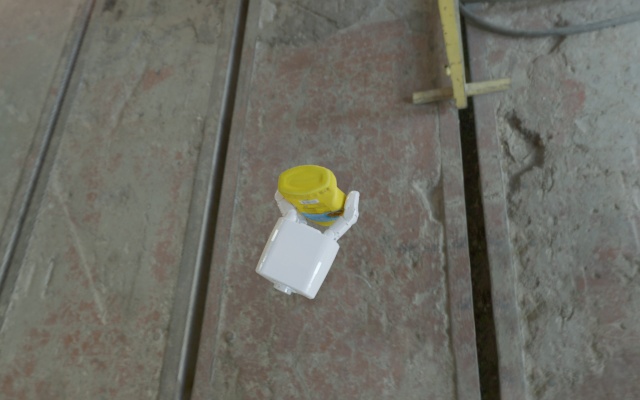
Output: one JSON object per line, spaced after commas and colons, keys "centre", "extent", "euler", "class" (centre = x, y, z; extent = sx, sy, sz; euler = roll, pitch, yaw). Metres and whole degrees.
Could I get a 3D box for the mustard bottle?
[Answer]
{"centre": [0.000, 0.002, 0.873], "extent": [0.096, 0.058, 0.192], "euler": [-6, -25, 17], "class": "mustard bottle"}
